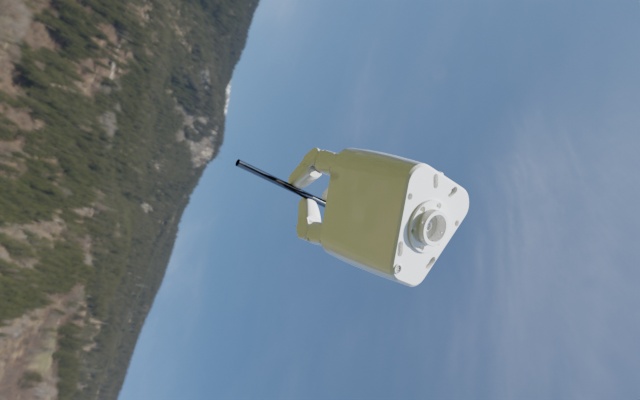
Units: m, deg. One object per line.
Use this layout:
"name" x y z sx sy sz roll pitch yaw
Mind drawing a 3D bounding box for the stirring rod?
"stirring rod" 0.000 0.002 0.576 0.239 0.011 0.011 26 -16 -36
